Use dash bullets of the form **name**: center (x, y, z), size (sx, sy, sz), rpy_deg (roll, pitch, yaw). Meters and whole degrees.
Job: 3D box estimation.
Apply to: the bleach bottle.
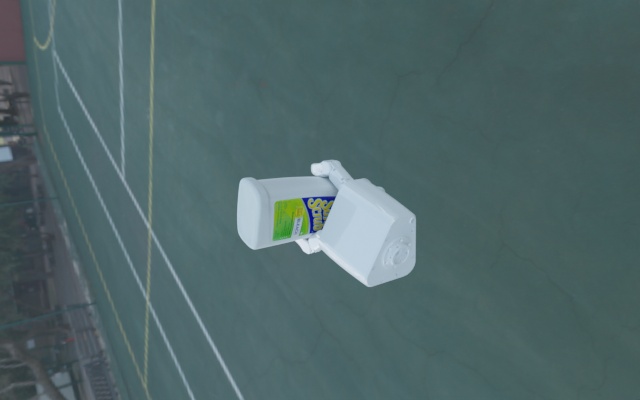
- **bleach bottle**: center (0.000, 0.002, 0.731), size (0.251, 0.103, 0.068), rpy_deg (-10, 31, -33)
